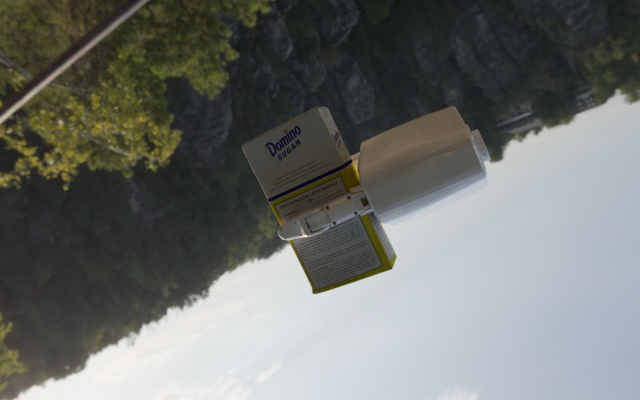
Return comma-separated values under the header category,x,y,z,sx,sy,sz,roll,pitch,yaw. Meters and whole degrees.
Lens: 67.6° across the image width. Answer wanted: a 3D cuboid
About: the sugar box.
category,x,y,z,sx,sy,sz,roll,pitch,yaw
sugar box,0.000,0.002,0.495,0.093,0.176,0.048,-23,4,20
